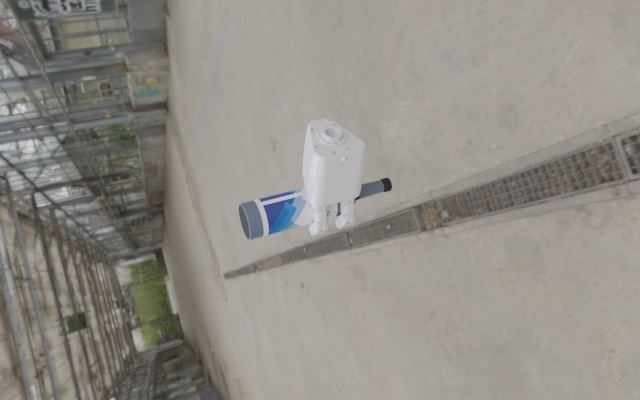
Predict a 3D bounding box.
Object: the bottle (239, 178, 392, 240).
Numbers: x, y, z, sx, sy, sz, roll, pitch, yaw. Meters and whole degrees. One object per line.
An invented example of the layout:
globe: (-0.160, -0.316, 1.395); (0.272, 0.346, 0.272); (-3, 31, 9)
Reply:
bottle: (0.000, 0.003, 0.886); (0.295, 0.069, 0.069); (-15, 5, -20)
